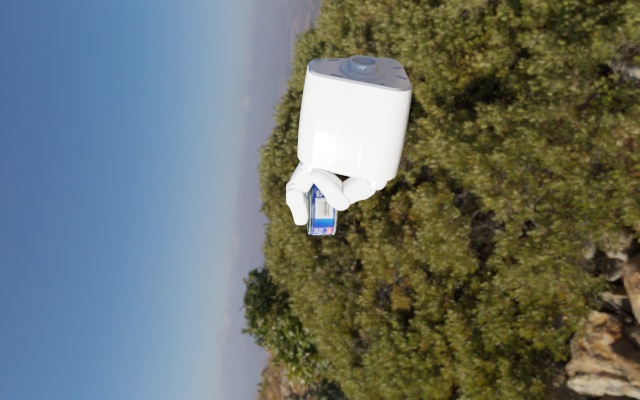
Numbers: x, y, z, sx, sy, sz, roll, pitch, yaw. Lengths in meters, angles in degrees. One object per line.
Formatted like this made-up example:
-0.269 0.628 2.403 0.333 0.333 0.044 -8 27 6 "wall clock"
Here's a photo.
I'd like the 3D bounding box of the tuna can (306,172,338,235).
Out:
0.000 0.002 0.619 0.034 0.086 0.086 -1 0 -6 "tuna can"
